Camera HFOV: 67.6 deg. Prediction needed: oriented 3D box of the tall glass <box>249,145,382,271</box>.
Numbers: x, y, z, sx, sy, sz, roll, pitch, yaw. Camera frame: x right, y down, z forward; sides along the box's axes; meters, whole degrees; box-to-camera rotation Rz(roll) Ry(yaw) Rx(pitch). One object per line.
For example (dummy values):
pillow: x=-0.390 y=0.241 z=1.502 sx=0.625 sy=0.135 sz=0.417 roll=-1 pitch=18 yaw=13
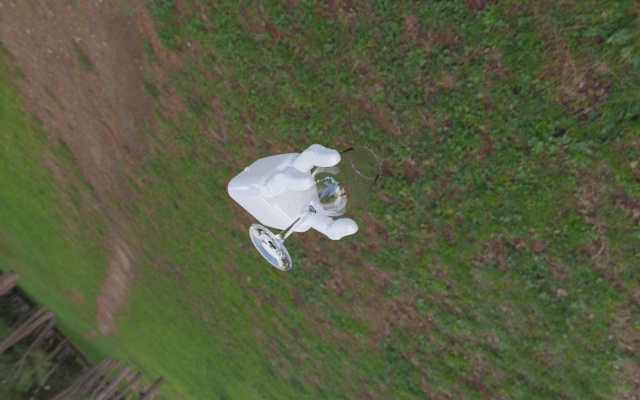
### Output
tall glass: x=0.000 y=0.003 z=0.651 sx=0.201 sy=0.079 sz=0.079 roll=-42 pitch=23 yaw=-29
